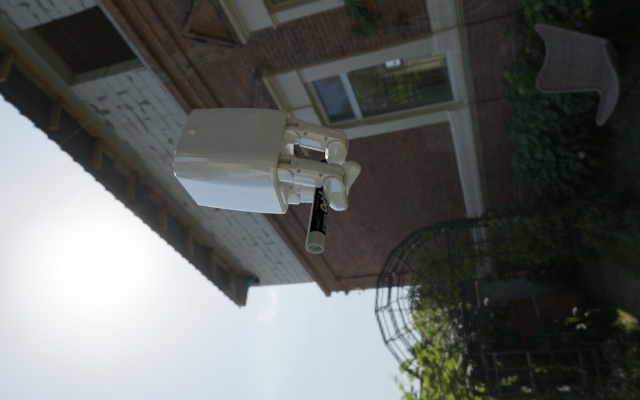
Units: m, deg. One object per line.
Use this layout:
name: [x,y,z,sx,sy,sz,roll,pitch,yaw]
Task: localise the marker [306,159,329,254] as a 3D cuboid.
marker: [0.000,0.002,0.511,0.020,0.121,0.020,4,-39,4]
